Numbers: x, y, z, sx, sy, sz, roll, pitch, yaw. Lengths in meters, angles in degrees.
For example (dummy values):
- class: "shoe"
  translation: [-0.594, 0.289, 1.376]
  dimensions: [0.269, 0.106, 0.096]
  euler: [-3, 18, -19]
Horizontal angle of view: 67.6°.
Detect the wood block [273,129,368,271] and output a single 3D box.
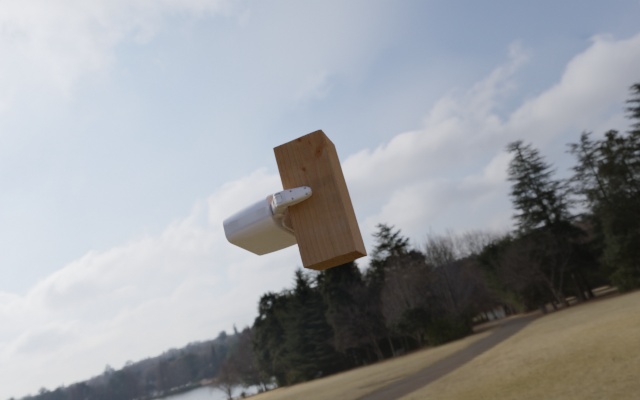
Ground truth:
- class: "wood block"
  translation: [0.000, 0.003, 0.789]
  dimensions: [0.090, 0.206, 0.091]
  euler: [-20, -16, 13]
